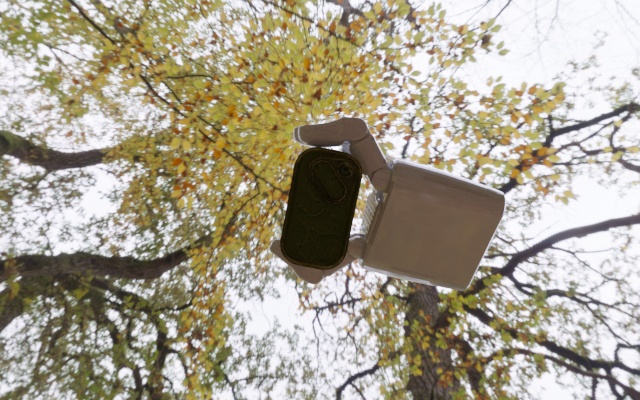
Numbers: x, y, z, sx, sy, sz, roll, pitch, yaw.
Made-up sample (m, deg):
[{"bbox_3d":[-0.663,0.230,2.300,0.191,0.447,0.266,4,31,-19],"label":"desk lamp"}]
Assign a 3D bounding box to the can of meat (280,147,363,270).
[{"bbox_3d":[0.000,0.001,0.438,0.057,0.102,0.084,11,9,-2],"label":"can of meat"}]
